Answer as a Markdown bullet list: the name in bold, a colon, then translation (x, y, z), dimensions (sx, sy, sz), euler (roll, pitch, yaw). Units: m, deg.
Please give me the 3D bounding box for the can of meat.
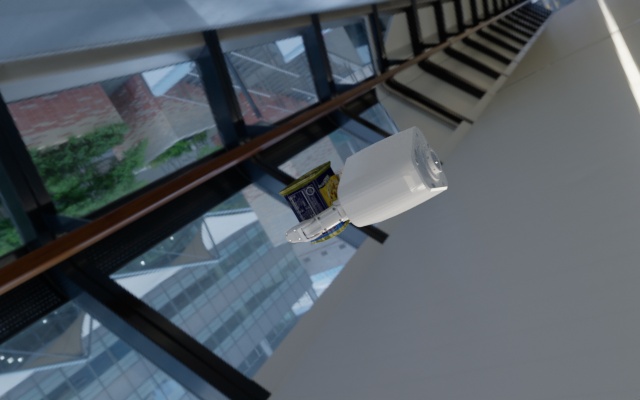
- **can of meat**: translation (0.000, 0.002, 0.652), dimensions (0.057, 0.084, 0.102), euler (-27, 8, 24)
